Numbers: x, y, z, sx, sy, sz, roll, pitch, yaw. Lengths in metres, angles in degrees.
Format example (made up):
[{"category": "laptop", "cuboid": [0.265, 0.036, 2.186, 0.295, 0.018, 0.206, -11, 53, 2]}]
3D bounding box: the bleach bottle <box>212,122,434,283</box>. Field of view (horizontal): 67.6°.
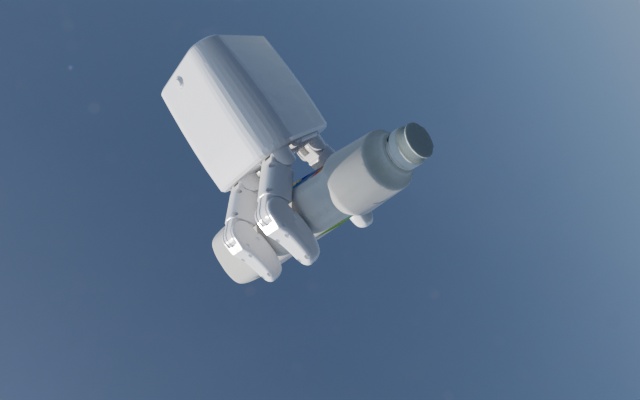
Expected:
[{"category": "bleach bottle", "cuboid": [0.000, 0.001, 0.428, 0.251, 0.068, 0.102, -32, 1, 45]}]
